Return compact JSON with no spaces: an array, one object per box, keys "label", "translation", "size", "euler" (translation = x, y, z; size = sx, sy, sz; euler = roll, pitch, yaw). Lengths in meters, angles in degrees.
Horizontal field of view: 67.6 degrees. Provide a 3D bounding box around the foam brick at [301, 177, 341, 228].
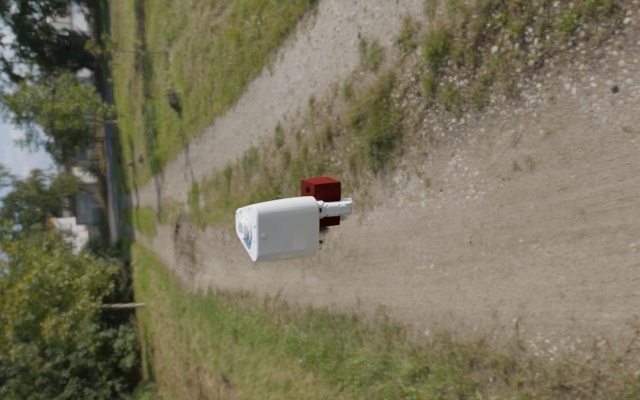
[{"label":"foam brick","translation":[0.000,0.002,0.814],"size":[0.051,0.078,0.053],"euler":[-5,13,-27]}]
